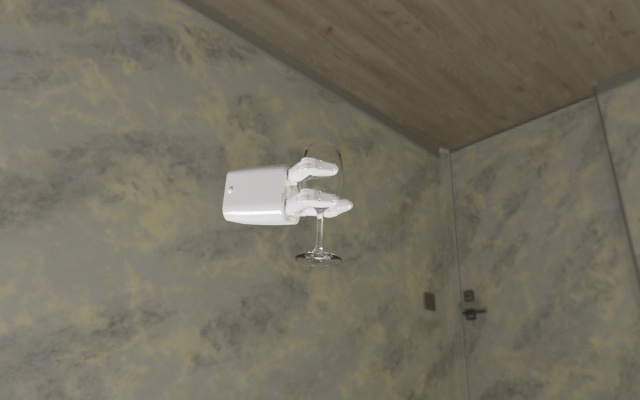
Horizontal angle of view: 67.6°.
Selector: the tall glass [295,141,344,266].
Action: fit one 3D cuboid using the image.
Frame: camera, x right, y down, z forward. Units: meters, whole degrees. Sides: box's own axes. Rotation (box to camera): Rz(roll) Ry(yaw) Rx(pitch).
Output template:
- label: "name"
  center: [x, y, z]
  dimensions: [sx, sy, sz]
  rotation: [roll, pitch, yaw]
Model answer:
- label: "tall glass"
  center: [0.000, 0.003, 0.797]
  dimensions: [0.079, 0.201, 0.079]
  rotation: [2, -24, 1]
